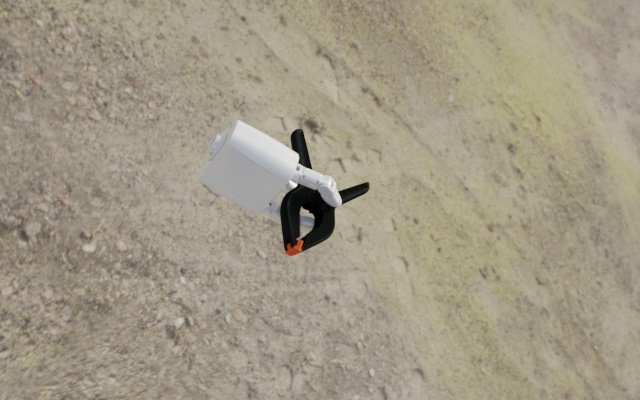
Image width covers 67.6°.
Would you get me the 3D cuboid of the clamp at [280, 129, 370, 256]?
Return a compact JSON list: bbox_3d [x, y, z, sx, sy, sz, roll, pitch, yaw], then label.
[{"bbox_3d":[0.000,0.002,0.753,0.164,0.209,0.036,30,-37,-21],"label":"clamp"}]
